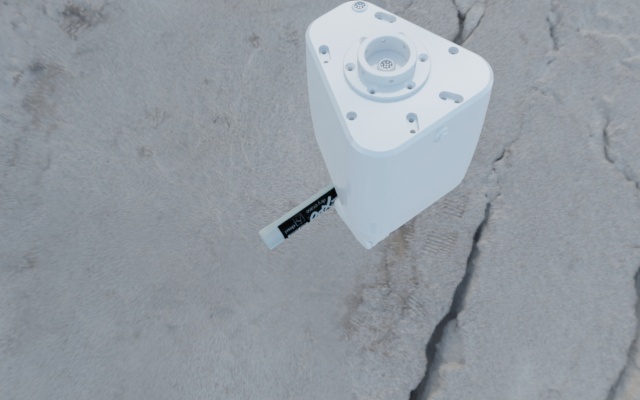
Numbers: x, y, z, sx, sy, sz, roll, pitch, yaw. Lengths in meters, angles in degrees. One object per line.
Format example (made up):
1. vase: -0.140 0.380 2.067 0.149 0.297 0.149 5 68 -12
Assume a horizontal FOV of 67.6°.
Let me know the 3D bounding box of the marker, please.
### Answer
1. marker: 0.000 0.001 0.425 0.121 0.020 0.020 -34 7 -11
